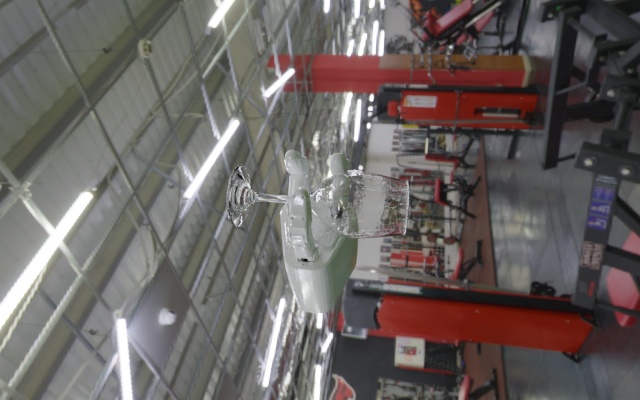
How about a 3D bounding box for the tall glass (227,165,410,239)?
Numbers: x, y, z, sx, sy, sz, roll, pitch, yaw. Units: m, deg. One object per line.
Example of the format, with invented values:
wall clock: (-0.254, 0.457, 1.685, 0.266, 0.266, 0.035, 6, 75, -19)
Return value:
tall glass: (-0.001, 0.002, 0.551, 0.201, 0.079, 0.079, 4, 1, 11)
